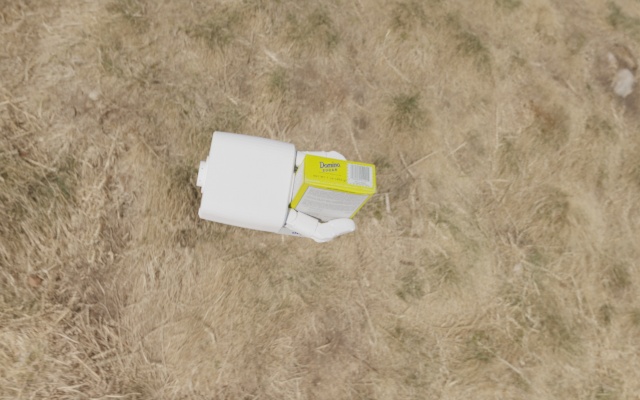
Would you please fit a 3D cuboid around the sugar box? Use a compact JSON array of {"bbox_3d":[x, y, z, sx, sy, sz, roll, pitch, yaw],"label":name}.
[{"bbox_3d":[0.000,0.002,0.649,0.093,0.048,0.176,9,-24,-15],"label":"sugar box"}]
